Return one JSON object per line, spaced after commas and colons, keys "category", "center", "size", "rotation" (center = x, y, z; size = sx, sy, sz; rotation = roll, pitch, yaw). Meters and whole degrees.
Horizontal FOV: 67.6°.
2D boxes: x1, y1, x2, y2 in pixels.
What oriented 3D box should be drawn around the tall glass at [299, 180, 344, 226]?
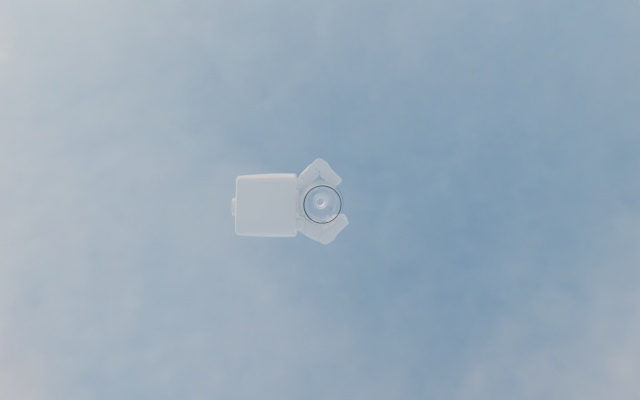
{"category": "tall glass", "center": [0.000, 0.003, 0.860], "size": [0.079, 0.079, 0.201], "rotation": [0, 2, -2]}
